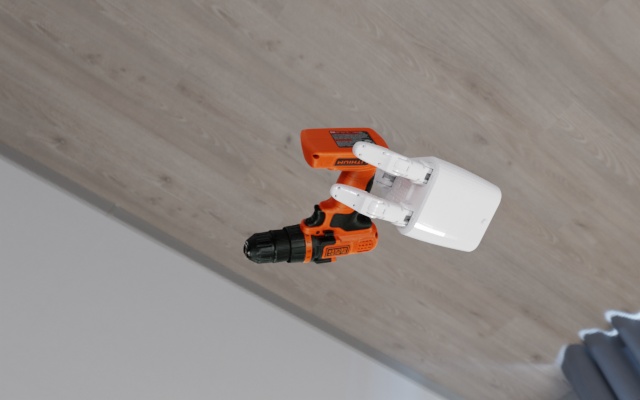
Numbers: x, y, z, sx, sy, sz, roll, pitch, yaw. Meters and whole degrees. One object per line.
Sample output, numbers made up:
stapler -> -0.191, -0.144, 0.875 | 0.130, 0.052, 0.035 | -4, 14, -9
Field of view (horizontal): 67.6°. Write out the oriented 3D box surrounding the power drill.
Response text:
power drill -> 0.000, 0.002, 0.594 | 0.184, 0.188, 0.057 | -6, 43, -22
